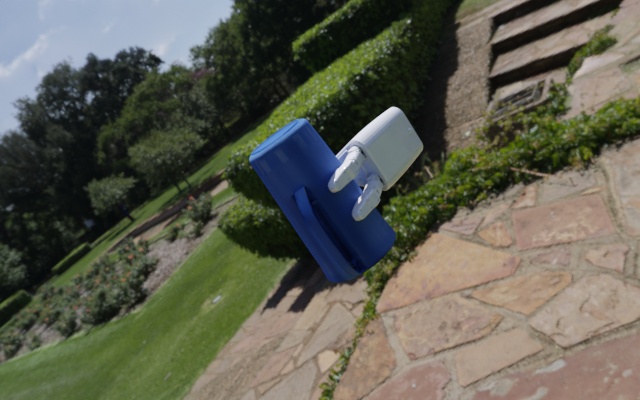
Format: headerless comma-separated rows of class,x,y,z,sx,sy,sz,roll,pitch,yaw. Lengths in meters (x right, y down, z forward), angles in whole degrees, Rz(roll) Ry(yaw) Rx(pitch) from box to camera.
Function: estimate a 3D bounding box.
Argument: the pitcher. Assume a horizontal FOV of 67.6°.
pitcher,0.000,0.002,0.736,0.145,0.243,0.149,-44,17,-25
